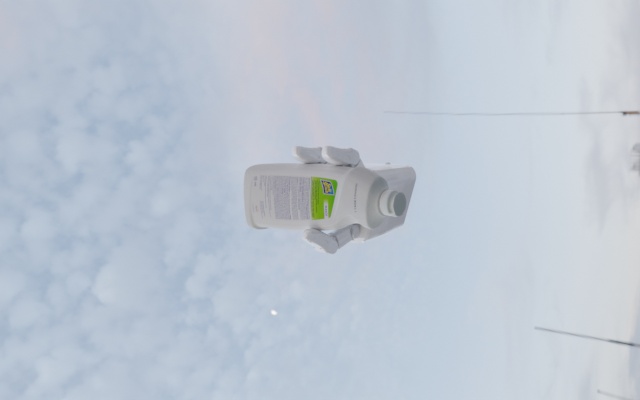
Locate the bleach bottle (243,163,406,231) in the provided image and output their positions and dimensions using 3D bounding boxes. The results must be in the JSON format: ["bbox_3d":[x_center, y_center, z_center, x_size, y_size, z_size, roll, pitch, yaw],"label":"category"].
[{"bbox_3d":[0.000,0.002,0.642,0.251,0.102,0.068,7,14,42],"label":"bleach bottle"}]
